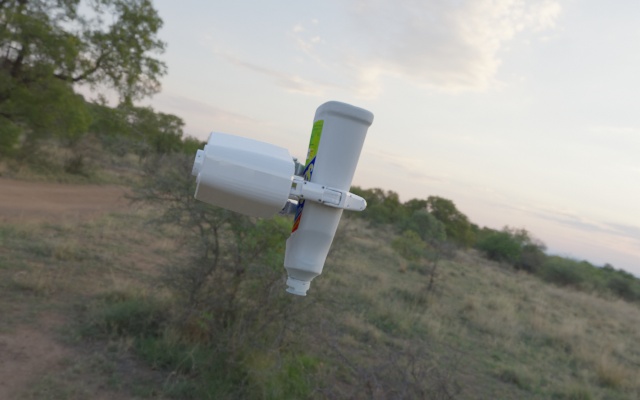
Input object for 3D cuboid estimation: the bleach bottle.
[{"bbox_3d":[0.000,0.002,0.631,0.068,0.251,0.102,14,0,-14],"label":"bleach bottle"}]
